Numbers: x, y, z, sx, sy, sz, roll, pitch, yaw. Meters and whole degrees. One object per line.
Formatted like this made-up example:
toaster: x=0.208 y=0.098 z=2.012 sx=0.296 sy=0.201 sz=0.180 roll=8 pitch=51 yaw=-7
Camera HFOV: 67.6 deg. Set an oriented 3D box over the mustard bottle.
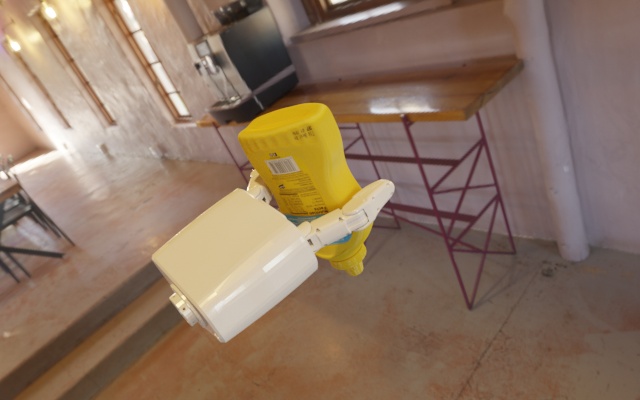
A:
mustard bottle: x=0.000 y=0.001 z=0.476 sx=0.096 sy=0.192 sz=0.058 roll=-6 pitch=34 yaw=35
